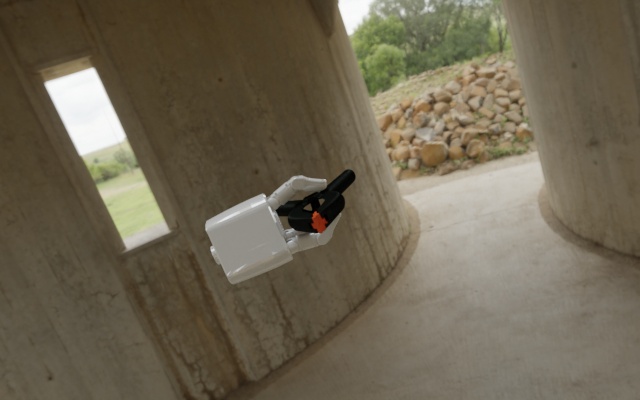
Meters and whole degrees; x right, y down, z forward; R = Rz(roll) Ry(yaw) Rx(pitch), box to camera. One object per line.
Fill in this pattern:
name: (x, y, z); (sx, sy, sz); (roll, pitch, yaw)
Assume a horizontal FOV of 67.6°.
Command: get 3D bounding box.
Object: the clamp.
clamp: (0.000, 0.002, 0.776); (0.164, 0.036, 0.210); (-27, 15, -4)
